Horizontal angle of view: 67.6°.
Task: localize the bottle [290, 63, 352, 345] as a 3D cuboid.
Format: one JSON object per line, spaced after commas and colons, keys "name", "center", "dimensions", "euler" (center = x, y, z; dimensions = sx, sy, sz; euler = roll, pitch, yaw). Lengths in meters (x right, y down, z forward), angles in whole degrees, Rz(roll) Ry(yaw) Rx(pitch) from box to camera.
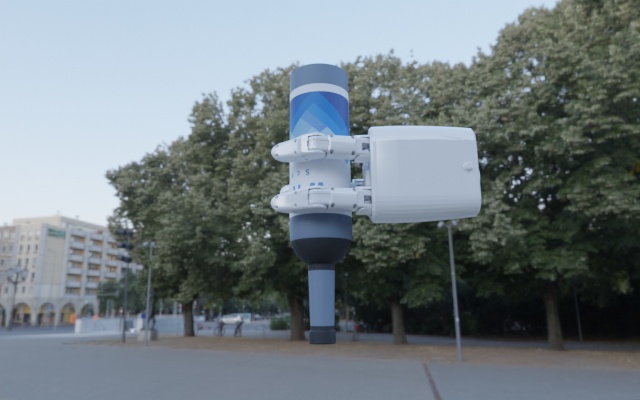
{"name": "bottle", "center": [0.000, 0.001, 0.516], "dimensions": [0.069, 0.295, 0.069], "euler": [-1, -13, 0]}
